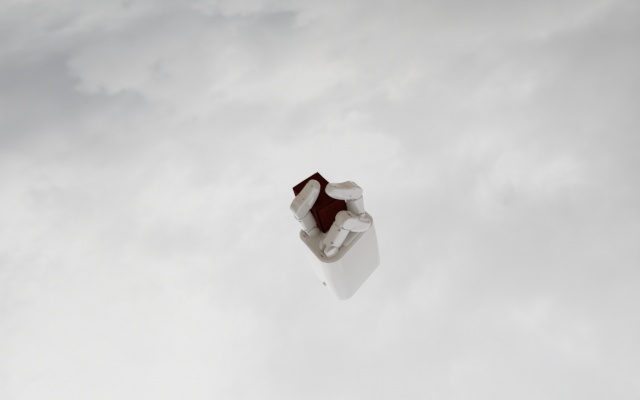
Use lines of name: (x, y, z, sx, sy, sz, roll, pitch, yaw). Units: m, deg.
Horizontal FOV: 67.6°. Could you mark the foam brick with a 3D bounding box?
foam brick: (0.000, 0.002, 0.750, 0.053, 0.051, 0.078, -31, 43, -14)
